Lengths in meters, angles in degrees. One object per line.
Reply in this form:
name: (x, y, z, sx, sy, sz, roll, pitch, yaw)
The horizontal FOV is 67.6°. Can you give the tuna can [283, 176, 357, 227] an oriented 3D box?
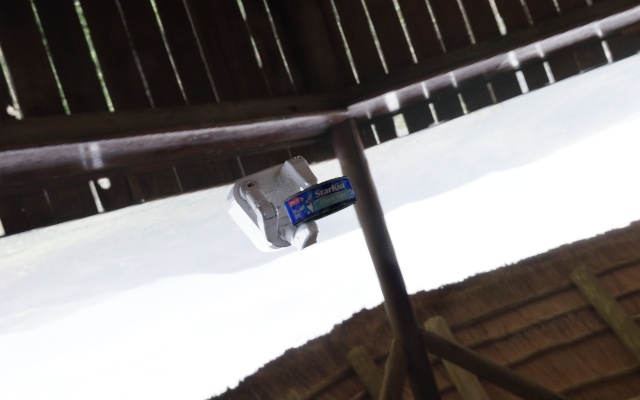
tuna can: (0.000, 0.002, 0.579, 0.086, 0.033, 0.086, -22, -6, -2)
